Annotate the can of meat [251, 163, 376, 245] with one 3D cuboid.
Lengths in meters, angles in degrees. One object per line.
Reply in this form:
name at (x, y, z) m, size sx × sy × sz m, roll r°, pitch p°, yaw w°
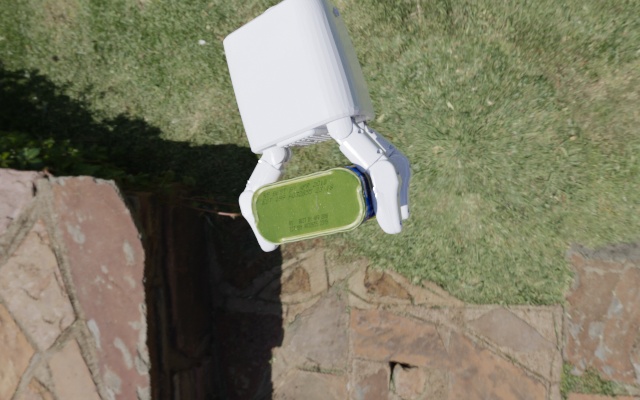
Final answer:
can of meat at (0.000, 0.001, 0.420) m, size 0.102 × 0.057 × 0.084 m, roll -13°, pitch 1°, yaw 17°
